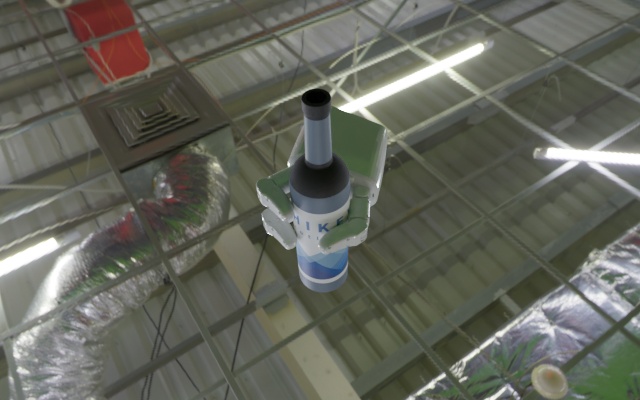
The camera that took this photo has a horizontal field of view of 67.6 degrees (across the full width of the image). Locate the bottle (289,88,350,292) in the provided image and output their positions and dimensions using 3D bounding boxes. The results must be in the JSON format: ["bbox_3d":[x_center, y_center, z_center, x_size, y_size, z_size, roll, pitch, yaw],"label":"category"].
[{"bbox_3d":[0.000,0.002,0.545,0.069,0.069,0.296,0,-41,2],"label":"bottle"}]
